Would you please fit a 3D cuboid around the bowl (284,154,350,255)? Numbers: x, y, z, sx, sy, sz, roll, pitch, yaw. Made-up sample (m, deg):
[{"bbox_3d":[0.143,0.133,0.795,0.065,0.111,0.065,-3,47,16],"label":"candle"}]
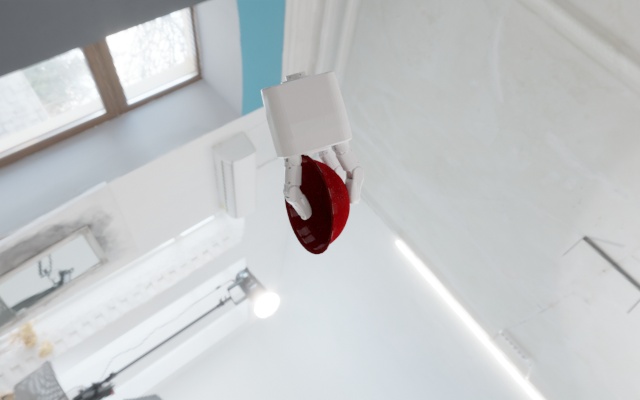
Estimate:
[{"bbox_3d":[0.000,0.004,0.764,0.055,0.162,0.162,-11,5,-28],"label":"bowl"}]
